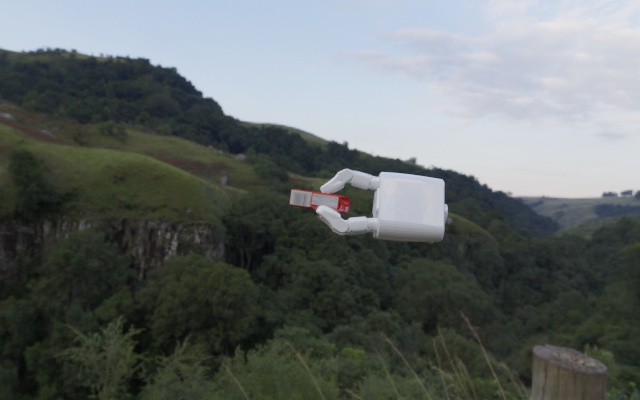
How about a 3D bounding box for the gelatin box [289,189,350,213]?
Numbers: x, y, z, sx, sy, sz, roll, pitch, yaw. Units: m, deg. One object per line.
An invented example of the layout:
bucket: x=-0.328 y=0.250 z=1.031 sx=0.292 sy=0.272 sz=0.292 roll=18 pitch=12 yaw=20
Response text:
gelatin box: x=0.000 y=0.002 z=0.821 sx=0.089 sy=0.030 sz=0.073 roll=8 pitch=-1 yaw=15
